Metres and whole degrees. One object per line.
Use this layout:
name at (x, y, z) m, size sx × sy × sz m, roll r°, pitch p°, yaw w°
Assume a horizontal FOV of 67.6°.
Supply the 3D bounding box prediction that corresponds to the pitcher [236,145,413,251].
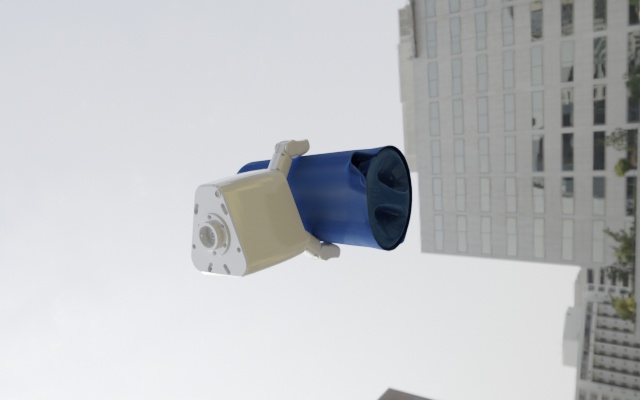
pitcher at (0.000, 0.002, 0.670) m, size 0.243 × 0.149 × 0.145 m, roll 1°, pitch 12°, yaw 34°
